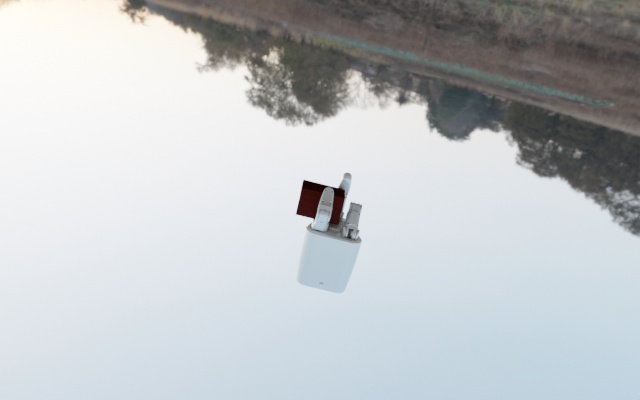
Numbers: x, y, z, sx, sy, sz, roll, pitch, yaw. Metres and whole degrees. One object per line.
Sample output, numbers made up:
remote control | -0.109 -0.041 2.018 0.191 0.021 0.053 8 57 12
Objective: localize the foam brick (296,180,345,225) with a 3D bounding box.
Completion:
foam brick | 0.000 0.003 0.832 0.078 0.051 0.053 14 19 -2
